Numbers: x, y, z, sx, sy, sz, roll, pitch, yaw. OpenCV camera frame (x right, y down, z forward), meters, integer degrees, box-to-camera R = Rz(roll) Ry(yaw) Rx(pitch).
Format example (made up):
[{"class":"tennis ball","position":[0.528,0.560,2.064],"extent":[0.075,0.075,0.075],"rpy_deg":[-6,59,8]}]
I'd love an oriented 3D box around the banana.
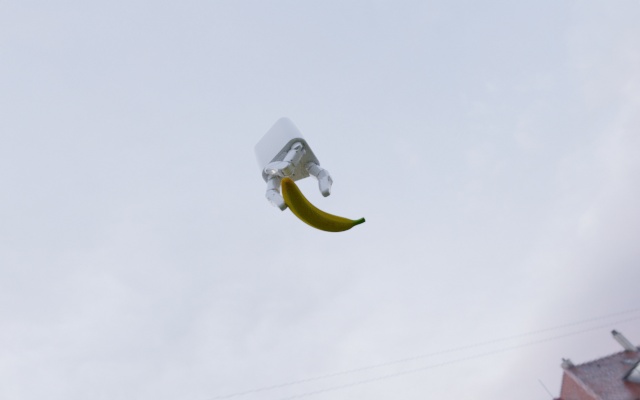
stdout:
[{"class":"banana","position":[-0.008,0.018,0.887],"extent":[0.198,0.070,0.037],"rpy_deg":[26,22,-33]}]
